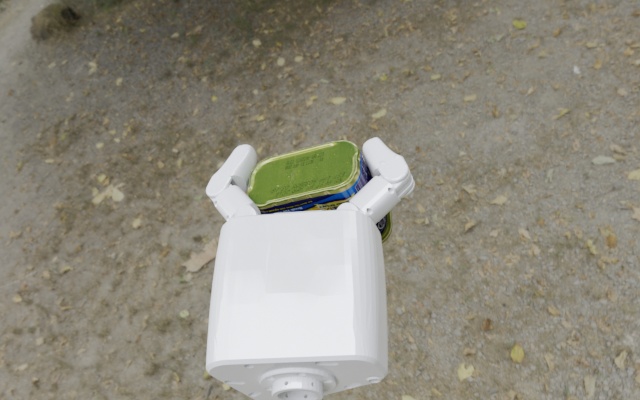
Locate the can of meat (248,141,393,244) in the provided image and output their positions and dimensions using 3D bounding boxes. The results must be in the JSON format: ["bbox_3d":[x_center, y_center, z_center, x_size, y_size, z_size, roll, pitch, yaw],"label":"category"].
[{"bbox_3d":[0.000,0.001,0.405,0.102,0.057,0.084,-13,-40,19],"label":"can of meat"}]
